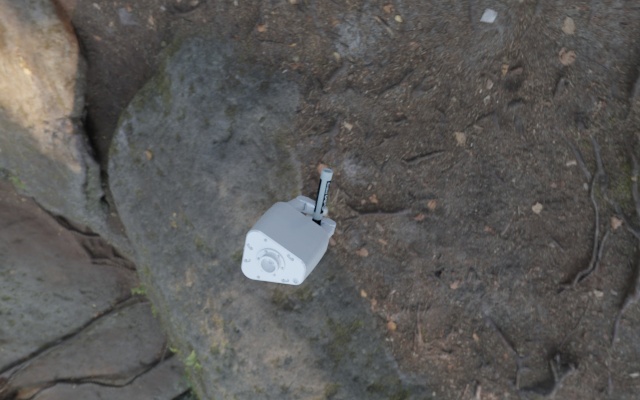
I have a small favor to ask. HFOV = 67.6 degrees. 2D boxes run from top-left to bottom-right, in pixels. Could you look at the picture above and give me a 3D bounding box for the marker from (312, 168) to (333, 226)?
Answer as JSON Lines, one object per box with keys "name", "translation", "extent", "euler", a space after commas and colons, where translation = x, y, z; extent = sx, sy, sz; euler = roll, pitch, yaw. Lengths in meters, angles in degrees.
{"name": "marker", "translation": [0.000, 0.003, 0.820], "extent": [0.020, 0.121, 0.020], "euler": [10, 27, -5]}
